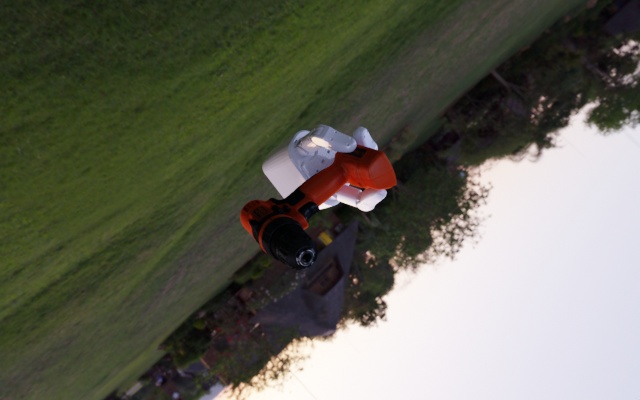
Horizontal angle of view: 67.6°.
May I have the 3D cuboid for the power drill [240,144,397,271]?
[{"bbox_3d":[0.000,0.002,0.597,0.187,0.057,0.184,-33,27,-15],"label":"power drill"}]
